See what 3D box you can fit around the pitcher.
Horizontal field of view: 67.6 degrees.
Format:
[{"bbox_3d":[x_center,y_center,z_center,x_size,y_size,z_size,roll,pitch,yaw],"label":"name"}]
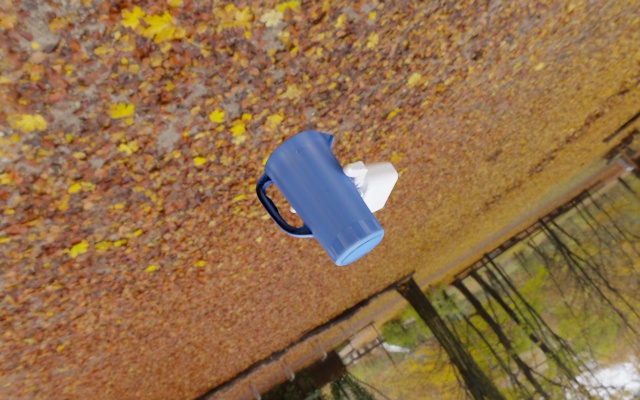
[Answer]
[{"bbox_3d":[0.000,0.003,0.899,0.145,0.242,0.149,-15,-26,-45],"label":"pitcher"}]
